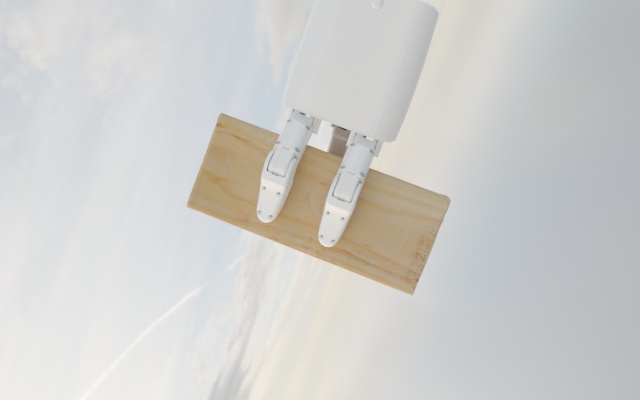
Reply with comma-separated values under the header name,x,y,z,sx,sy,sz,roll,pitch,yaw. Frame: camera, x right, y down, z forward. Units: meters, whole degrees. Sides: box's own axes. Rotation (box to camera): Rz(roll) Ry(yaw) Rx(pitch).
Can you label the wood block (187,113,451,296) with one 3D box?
name,x,y,z,sx,sy,sz,roll,pitch,yaw
wood block,0.000,0.001,0.442,0.206,0.090,0.091,21,4,5
